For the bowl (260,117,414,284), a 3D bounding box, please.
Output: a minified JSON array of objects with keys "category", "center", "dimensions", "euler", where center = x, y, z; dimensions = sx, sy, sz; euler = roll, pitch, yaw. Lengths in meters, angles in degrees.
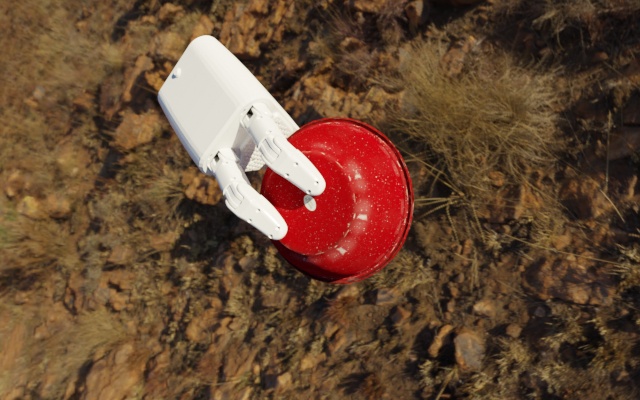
[{"category":"bowl","center":[0.001,0.002,0.440],"dimensions":[0.162,0.162,0.055],"euler":[0,2,26]}]
